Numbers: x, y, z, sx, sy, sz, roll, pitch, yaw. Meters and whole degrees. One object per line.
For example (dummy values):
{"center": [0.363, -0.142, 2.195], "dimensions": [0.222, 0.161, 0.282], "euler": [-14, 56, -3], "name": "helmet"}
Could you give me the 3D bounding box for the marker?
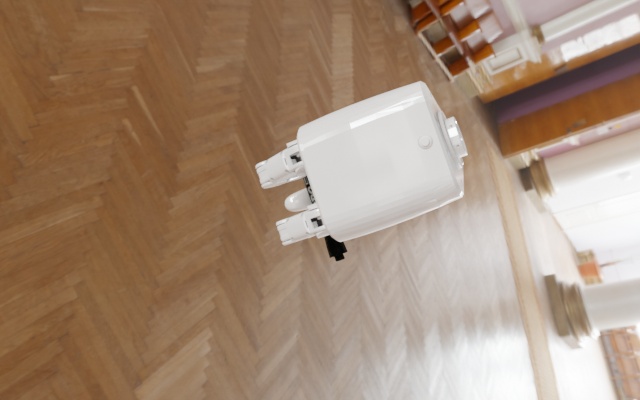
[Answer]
{"center": [0.000, 0.002, 0.471], "dimensions": [0.020, 0.121, 0.020], "euler": [-19, -3, -1], "name": "marker"}
